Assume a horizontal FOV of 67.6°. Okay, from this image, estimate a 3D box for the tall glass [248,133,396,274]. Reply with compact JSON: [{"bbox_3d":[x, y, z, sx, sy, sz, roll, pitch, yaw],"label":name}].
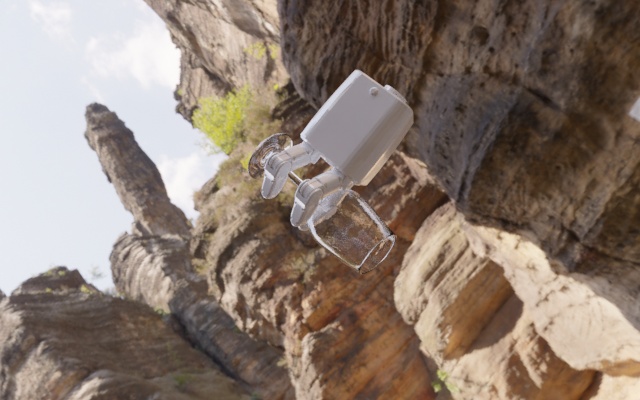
[{"bbox_3d":[0.000,0.002,0.592,0.201,0.079,0.079,43,21,25],"label":"tall glass"}]
